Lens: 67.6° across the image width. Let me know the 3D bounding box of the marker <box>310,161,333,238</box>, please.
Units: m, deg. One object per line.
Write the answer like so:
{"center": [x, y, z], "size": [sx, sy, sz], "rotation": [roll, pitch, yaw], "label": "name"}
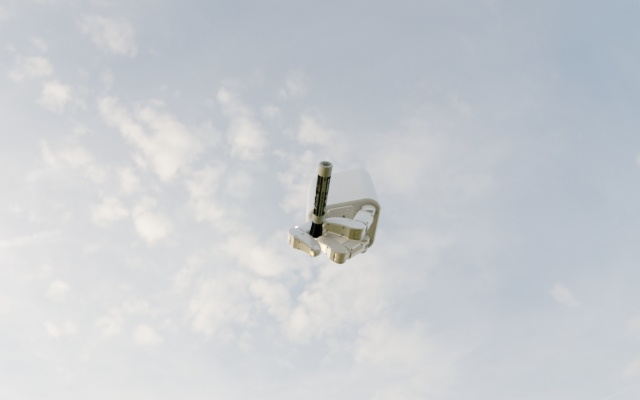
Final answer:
{"center": [0.000, 0.002, 0.666], "size": [0.020, 0.121, 0.020], "rotation": [6, 32, -4], "label": "marker"}
